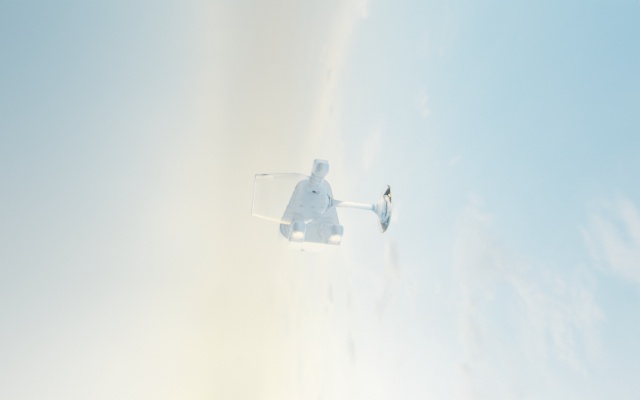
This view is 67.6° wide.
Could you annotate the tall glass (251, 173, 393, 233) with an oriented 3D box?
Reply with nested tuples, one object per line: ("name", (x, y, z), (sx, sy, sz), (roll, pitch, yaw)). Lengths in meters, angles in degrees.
("tall glass", (0.001, 0.002, 0.710), (0.201, 0.079, 0.079), (6, -1, -8))
